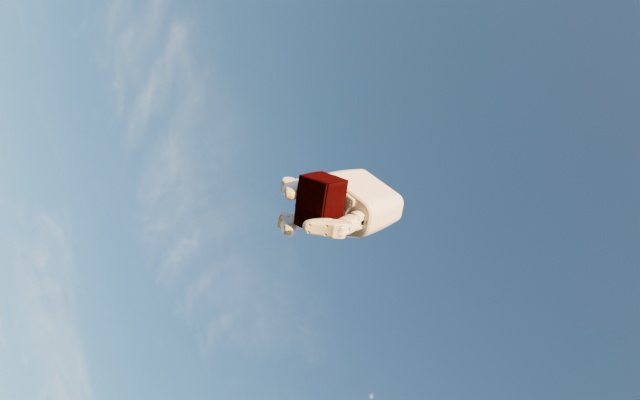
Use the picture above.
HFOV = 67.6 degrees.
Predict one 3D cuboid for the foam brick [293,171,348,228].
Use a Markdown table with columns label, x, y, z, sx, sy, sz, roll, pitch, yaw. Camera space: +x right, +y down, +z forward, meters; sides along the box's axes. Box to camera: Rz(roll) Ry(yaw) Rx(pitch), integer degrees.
| label | x | y | z | sx | sy | sz | roll | pitch | yaw |
| --- | --- | --- | --- | --- | --- | --- | --- | --- | --- |
| foam brick | 0.000 | 0.002 | 0.681 | 0.053 | 0.078 | 0.051 | 21 | 23 | 34 |
